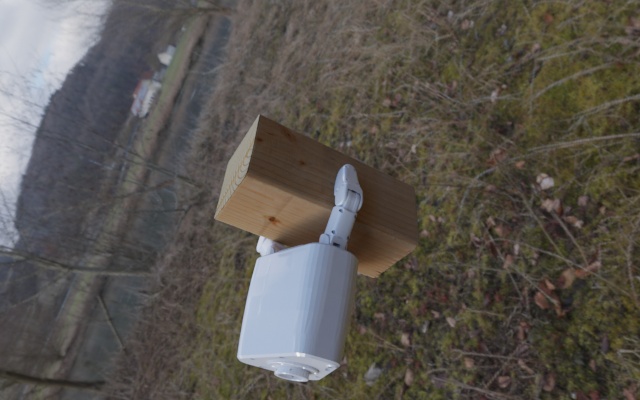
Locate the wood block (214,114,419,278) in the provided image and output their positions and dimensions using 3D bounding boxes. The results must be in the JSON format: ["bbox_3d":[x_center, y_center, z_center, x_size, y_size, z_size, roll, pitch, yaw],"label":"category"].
[{"bbox_3d":[0.000,0.002,0.541,0.206,0.090,0.091,23,-43,-21],"label":"wood block"}]
